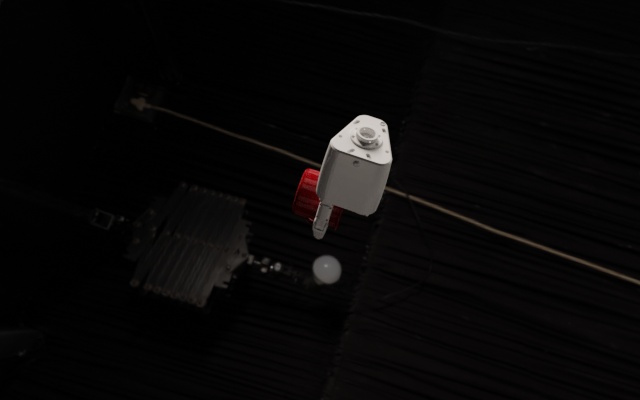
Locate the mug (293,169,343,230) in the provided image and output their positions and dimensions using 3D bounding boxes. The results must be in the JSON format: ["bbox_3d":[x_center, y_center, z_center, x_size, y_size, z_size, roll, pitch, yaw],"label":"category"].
[{"bbox_3d":[0.000,0.004,0.828,0.081,0.093,0.117,18,-43,3],"label":"mug"}]
